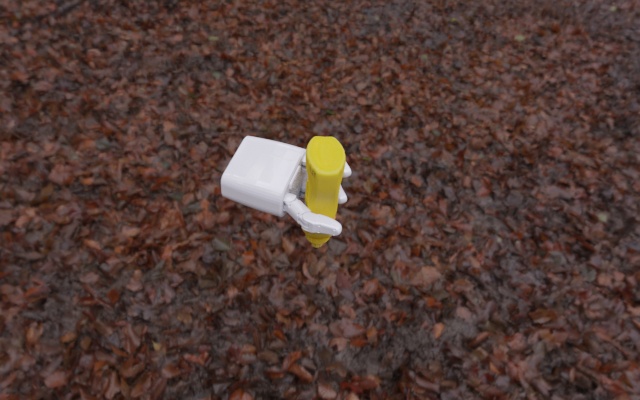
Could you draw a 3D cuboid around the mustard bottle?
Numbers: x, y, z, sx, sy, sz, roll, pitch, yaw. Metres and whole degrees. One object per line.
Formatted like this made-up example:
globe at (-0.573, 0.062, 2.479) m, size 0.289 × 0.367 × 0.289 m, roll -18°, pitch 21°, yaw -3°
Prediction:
mustard bottle at (0.000, 0.002, 0.748) m, size 0.058 × 0.192 × 0.096 m, roll 0°, pitch 41°, yaw -7°
